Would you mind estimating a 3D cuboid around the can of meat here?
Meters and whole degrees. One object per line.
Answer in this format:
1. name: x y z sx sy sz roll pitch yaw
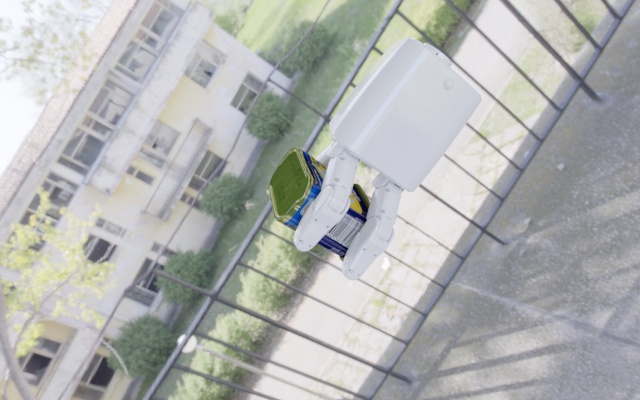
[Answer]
1. can of meat: 0.000 0.001 0.464 0.084 0.057 0.102 32 17 -26
